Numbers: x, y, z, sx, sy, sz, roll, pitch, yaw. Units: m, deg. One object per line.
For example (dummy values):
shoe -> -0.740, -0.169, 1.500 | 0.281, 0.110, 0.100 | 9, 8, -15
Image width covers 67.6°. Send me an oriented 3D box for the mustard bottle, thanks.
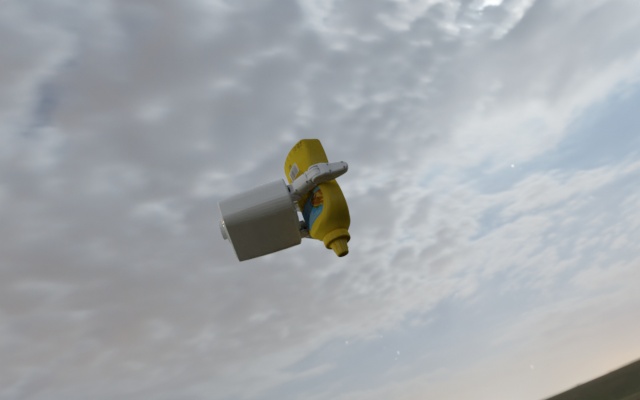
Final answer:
mustard bottle -> 0.000, 0.002, 0.743 | 0.058, 0.191, 0.096 | -5, -34, -29
